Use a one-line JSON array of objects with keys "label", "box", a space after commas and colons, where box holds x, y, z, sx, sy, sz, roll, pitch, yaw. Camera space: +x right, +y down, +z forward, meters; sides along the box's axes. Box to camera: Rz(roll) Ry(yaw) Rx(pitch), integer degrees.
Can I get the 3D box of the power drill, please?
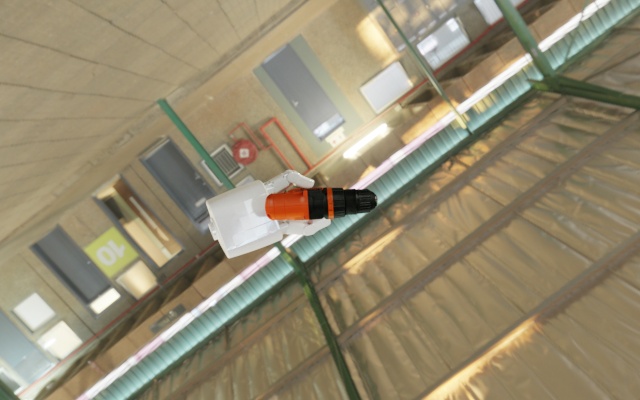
[{"label": "power drill", "box": [0.000, 0.003, 0.850, 0.184, 0.057, 0.187, -2, 0, -1]}]
